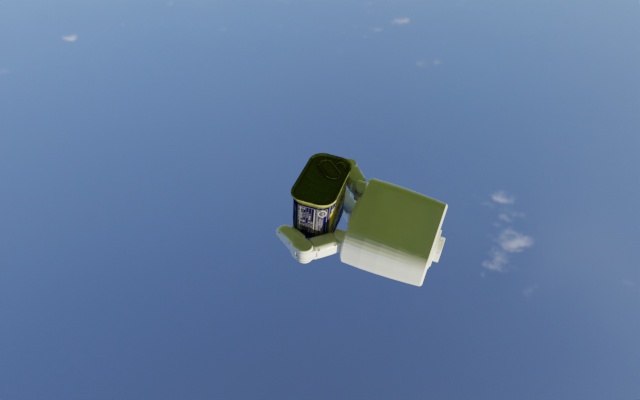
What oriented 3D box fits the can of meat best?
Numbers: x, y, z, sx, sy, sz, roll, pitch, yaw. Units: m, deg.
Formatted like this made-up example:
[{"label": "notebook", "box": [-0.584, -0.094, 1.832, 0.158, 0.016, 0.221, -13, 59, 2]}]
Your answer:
[{"label": "can of meat", "box": [0.000, 0.002, 0.624, 0.057, 0.084, 0.102, 15, 43, 11]}]
